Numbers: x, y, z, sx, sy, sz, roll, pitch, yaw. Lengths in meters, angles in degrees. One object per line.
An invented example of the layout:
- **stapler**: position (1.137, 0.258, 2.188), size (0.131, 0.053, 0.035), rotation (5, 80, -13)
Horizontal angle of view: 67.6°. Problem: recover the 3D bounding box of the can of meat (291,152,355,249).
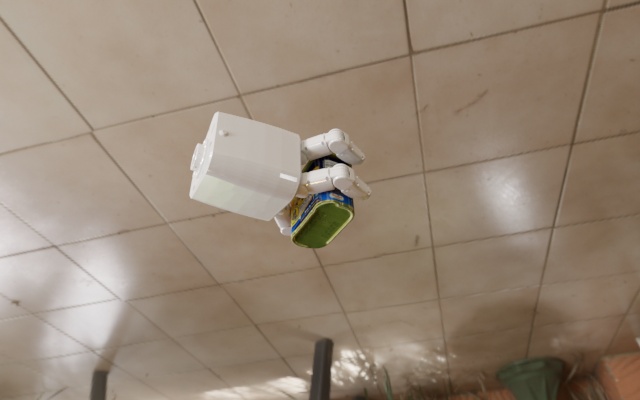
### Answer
- **can of meat**: position (0.000, 0.002, 0.611), size (0.057, 0.083, 0.102), rotation (17, -44, -22)
